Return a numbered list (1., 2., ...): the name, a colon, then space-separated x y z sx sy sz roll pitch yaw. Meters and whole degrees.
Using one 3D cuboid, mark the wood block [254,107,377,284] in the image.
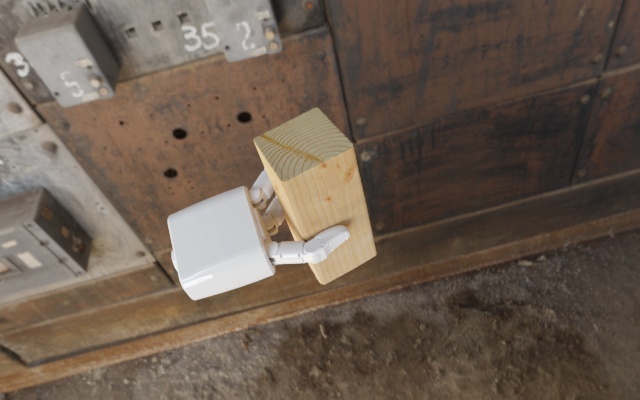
1. wood block: 0.000 0.002 0.606 0.090 0.206 0.090 -28 48 -9
